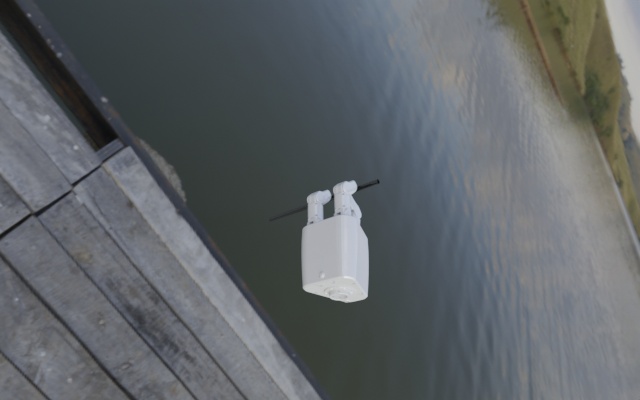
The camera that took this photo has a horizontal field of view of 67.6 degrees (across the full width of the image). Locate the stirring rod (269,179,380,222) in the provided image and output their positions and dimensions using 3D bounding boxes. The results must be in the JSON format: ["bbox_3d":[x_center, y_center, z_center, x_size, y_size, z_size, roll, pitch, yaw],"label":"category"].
[{"bbox_3d":[0.000,0.003,0.867,0.239,0.011,0.011,-20,-10,30],"label":"stirring rod"}]
